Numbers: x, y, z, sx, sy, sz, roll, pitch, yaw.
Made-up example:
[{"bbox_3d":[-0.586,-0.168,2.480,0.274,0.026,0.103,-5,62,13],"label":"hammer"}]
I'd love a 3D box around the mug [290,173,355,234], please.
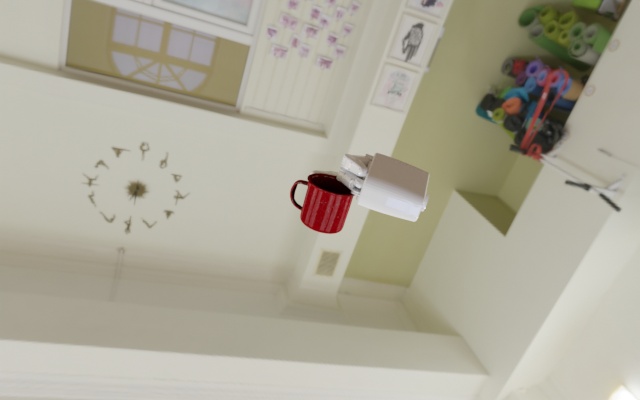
[{"bbox_3d":[-0.001,0.003,0.854,0.117,0.081,0.093,19,22,6],"label":"mug"}]
